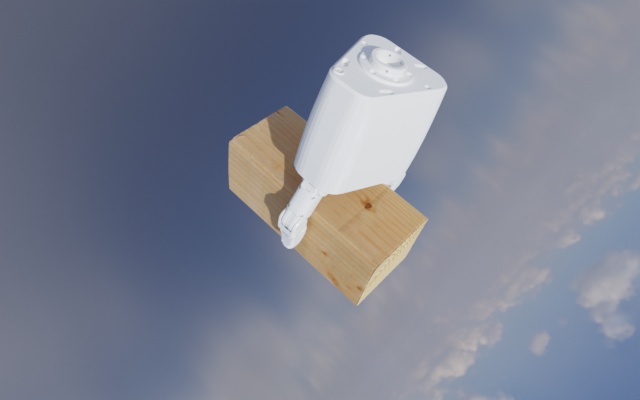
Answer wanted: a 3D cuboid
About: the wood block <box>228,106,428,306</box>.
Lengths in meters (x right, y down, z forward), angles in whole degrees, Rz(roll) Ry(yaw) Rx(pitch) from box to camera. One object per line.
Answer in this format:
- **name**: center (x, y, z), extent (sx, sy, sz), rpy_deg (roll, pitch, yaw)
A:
- **wood block**: center (0.000, 0.002, 0.529), extent (0.090, 0.206, 0.090), rpy_deg (-38, -21, -31)
